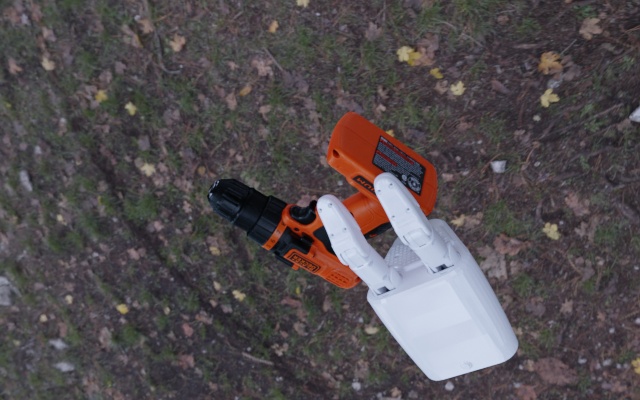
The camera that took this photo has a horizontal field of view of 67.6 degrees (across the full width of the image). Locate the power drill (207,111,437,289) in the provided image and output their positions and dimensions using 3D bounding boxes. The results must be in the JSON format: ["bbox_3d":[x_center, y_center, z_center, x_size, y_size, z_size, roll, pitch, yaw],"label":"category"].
[{"bbox_3d":[0.001,0.001,0.447,0.184,0.057,0.188,30,-39,-14],"label":"power drill"}]
